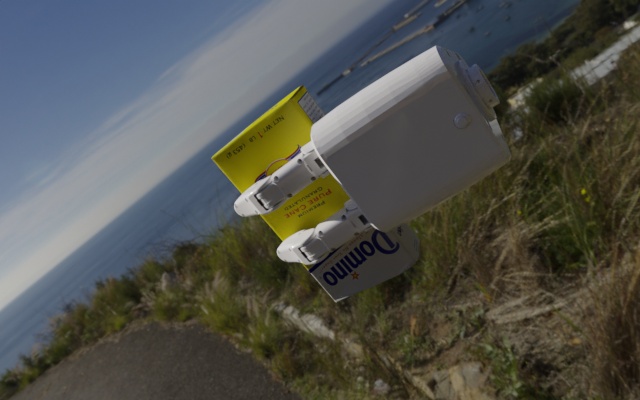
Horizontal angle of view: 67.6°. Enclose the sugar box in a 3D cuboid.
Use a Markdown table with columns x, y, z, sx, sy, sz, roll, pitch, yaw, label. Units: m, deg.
| x | y | z | sx | sy | sz | roll | pitch | yaw | label |
| --- | --- | --- | --- | --- | --- | --- | --- | --- | --- |
| 0.000 | 0.001 | 0.413 | 0.093 | 0.176 | 0.048 | -32 | 15 | 27 | sugar box |
